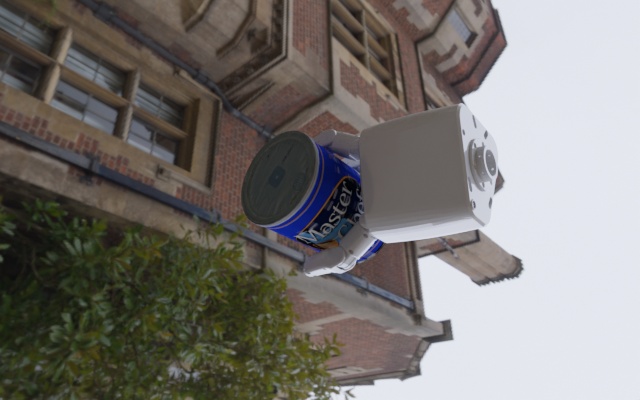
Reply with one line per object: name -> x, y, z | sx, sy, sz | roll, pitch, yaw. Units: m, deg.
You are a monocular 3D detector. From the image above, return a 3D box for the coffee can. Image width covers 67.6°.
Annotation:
coffee can -> 0.000, 0.002, 0.520 | 0.103, 0.102, 0.140 | 0, -22, 43
